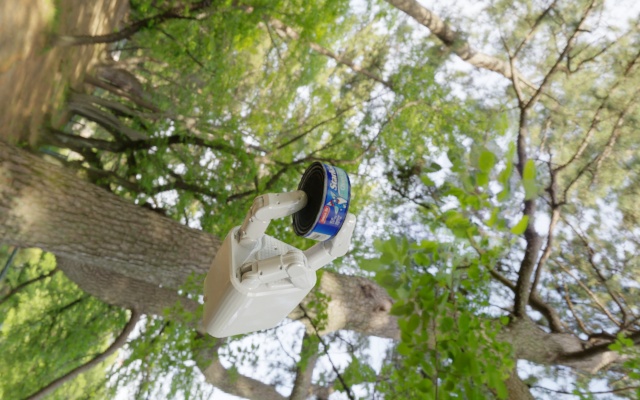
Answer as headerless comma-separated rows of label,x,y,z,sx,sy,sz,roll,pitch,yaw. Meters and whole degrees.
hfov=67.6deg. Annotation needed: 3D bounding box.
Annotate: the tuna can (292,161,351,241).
tuna can,0.001,0.002,0.532,0.034,0.086,0.086,14,-6,-22
